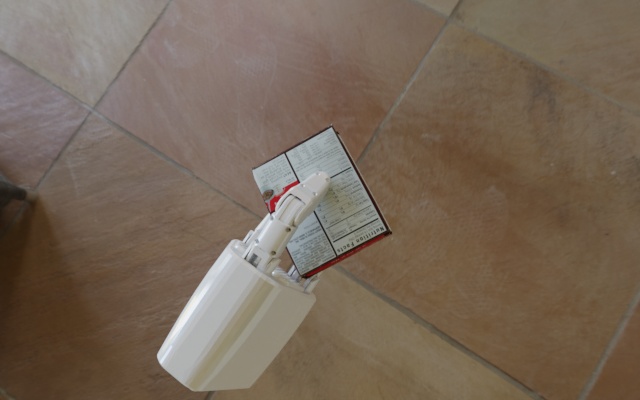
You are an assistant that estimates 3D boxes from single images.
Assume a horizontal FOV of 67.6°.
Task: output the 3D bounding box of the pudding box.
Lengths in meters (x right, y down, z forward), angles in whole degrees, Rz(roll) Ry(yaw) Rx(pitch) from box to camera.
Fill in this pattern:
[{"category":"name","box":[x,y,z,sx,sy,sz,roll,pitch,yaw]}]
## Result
[{"category":"pudding box","box":[0.000,0.001,0.433,0.090,0.113,0.039,-28,-10,5]}]
